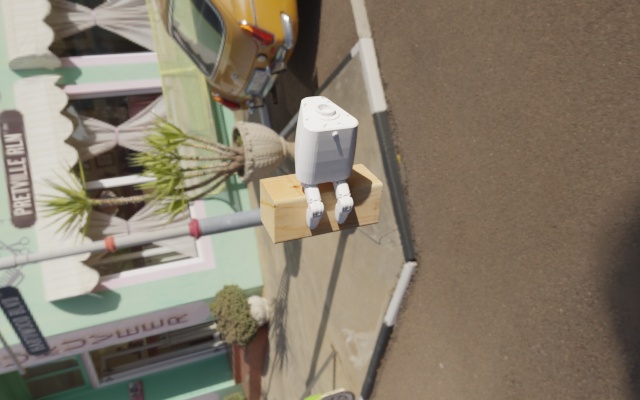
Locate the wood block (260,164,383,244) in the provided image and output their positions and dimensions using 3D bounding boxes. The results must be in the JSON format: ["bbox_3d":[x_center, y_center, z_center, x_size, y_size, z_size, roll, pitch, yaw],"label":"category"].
[{"bbox_3d":[0.000,0.002,0.883,0.206,0.090,0.090,-10,32,-20],"label":"wood block"}]
